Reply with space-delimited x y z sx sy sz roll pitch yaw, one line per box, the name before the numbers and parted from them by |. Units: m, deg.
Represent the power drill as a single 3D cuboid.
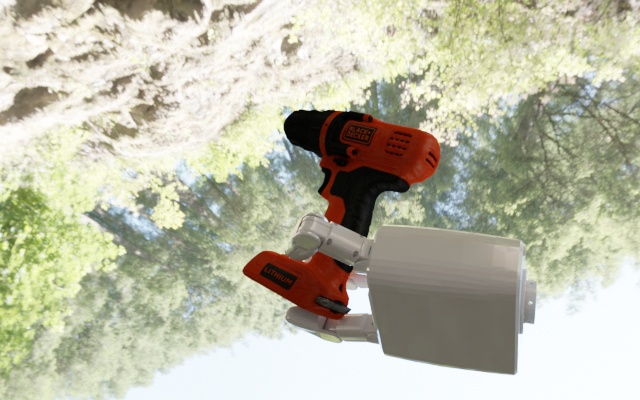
power drill | 0.000 0.002 0.453 0.184 0.187 0.057 20 -7 43
